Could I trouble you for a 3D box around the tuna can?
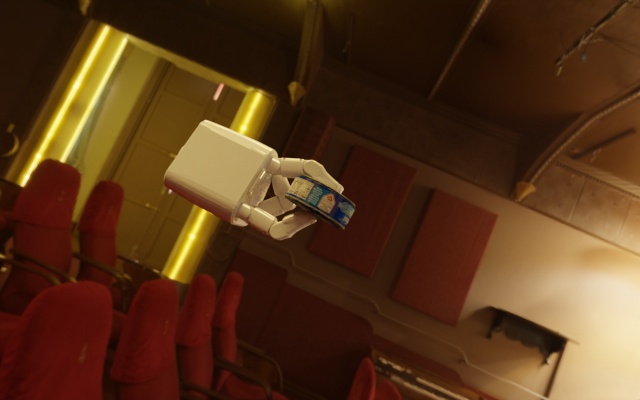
[{"bbox_3d":[0.000,0.001,0.594,0.086,0.034,0.086,30,-6,3],"label":"tuna can"}]
